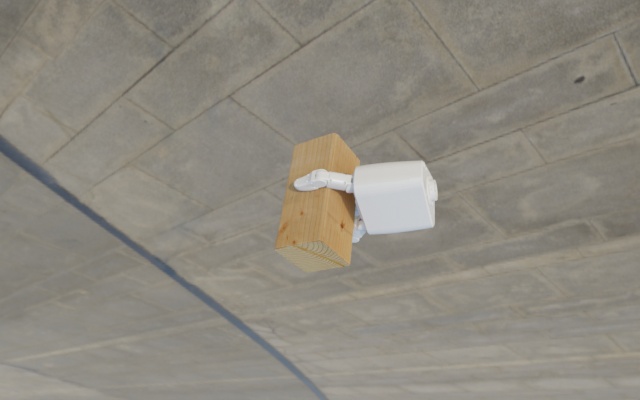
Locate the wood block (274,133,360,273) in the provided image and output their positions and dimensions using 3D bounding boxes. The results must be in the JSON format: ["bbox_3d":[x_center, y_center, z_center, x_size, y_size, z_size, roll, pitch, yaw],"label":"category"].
[{"bbox_3d":[0.000,0.002,0.795,0.090,0.206,0.091,-13,-38,31],"label":"wood block"}]
